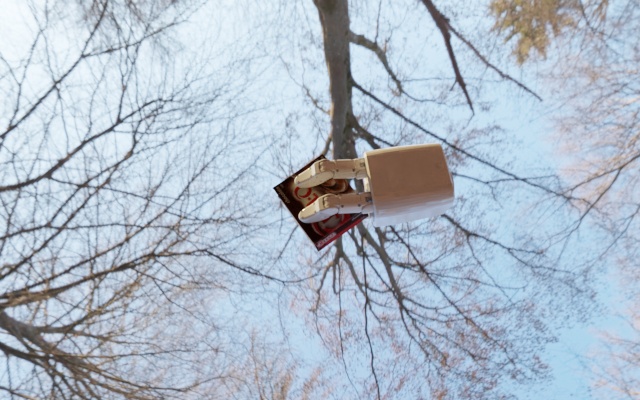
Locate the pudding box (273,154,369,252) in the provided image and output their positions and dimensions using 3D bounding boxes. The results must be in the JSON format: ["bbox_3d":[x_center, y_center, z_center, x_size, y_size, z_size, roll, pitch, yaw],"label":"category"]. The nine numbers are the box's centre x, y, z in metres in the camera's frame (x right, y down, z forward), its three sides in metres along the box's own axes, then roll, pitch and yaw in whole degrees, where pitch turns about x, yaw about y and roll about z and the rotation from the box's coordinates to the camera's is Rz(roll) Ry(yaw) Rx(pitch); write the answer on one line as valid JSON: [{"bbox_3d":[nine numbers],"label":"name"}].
[{"bbox_3d":[0.000,0.002,0.676,0.090,0.113,0.039,-35,-29,-8],"label":"pudding box"}]
